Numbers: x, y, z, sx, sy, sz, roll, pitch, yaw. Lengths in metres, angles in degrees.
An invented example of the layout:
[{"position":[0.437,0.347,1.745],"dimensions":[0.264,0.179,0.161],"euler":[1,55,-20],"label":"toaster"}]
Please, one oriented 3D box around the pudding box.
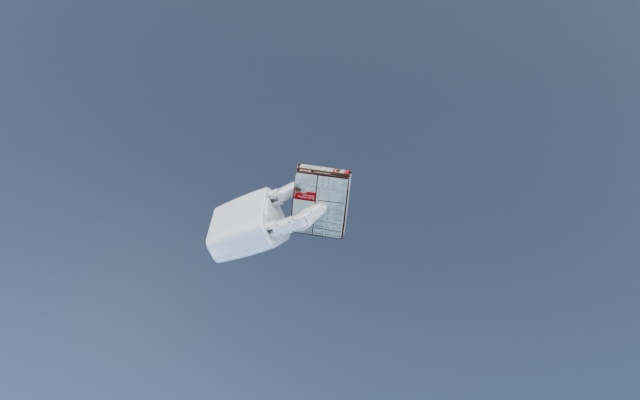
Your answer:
[{"position":[0.000,0.003,0.775],"dimensions":[0.090,0.113,0.039],"euler":[8,24,4],"label":"pudding box"}]
